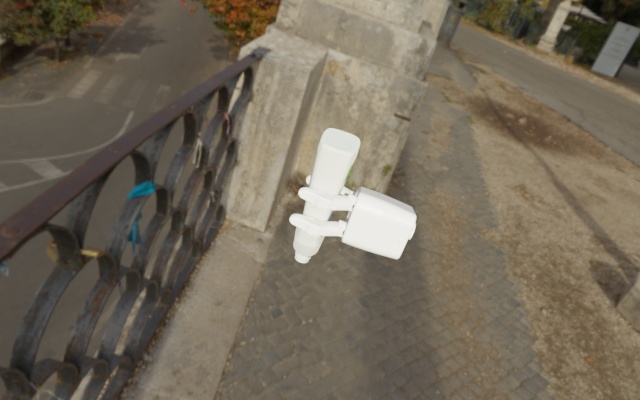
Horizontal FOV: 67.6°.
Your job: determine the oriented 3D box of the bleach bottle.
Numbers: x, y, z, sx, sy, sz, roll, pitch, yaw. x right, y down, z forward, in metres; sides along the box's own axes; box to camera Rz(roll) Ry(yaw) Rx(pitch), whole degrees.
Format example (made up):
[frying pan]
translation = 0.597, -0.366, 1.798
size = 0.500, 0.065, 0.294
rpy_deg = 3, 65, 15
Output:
[bleach bottle]
translation = 0.000, 0.003, 0.866
size = 0.068, 0.251, 0.102
rpy_deg = 19, 28, 2
